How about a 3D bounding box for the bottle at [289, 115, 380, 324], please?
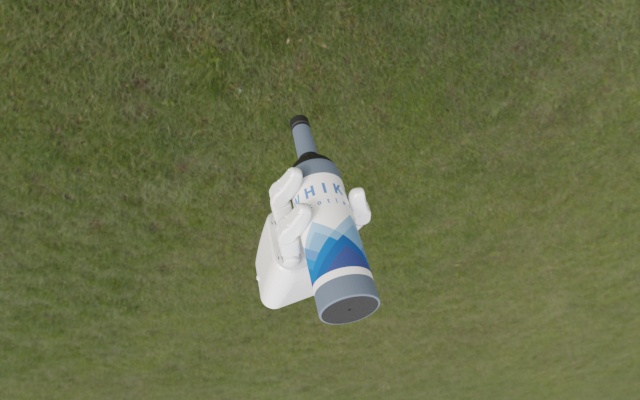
[{"bbox_3d":[0.000,0.002,0.588,0.069,0.295,0.069,-10,-37,-7],"label":"bottle"}]
